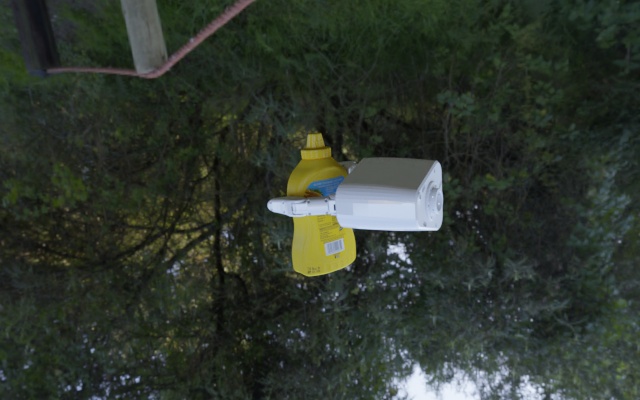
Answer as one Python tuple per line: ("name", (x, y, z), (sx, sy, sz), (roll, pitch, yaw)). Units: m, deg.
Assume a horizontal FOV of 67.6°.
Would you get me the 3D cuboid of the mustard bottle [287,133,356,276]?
("mustard bottle", (0.000, 0.002, 0.667), (0.096, 0.192, 0.058), (-13, 15, -34))
